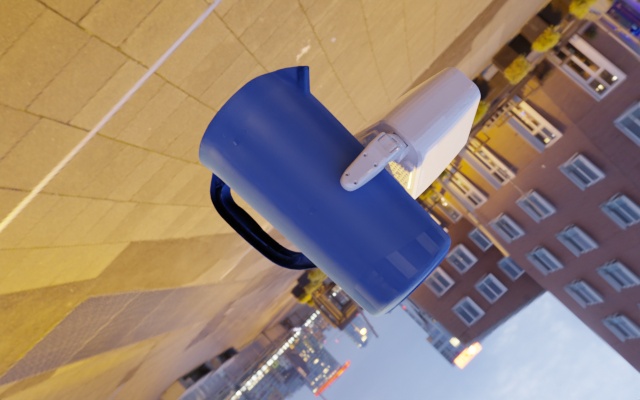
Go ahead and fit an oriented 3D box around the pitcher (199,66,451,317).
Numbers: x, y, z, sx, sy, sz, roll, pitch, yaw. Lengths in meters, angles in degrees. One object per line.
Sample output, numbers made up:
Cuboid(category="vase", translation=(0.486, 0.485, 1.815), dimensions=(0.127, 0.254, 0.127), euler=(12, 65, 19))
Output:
Cuboid(category="pitcher", translation=(0.000, 0.001, 0.481), dimensions=(0.145, 0.243, 0.149), euler=(-42, -9, -19))
